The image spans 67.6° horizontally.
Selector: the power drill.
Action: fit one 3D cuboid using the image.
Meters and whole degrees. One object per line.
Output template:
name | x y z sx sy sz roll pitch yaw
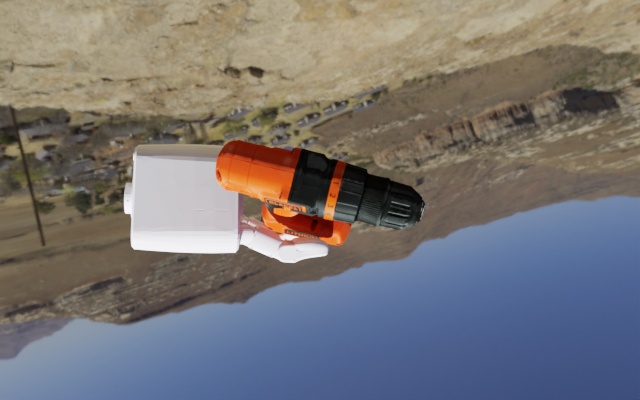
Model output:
power drill | 0.000 0.002 0.483 0.184 0.057 0.188 16 -13 4
